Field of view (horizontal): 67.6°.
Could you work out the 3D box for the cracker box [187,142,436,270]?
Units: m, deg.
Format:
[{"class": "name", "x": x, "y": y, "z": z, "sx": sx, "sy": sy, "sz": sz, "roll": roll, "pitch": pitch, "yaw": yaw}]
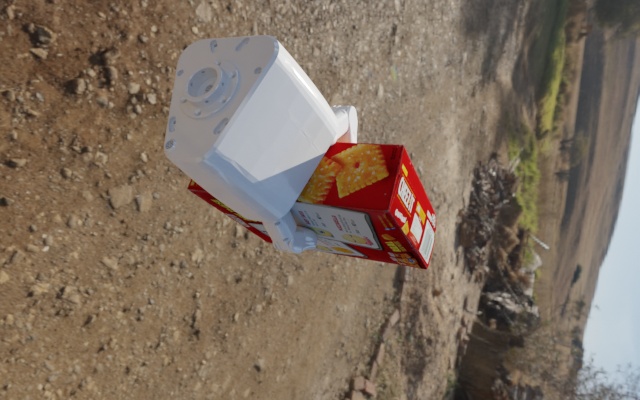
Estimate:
[{"class": "cracker box", "x": 0.000, "y": 0.002, "z": 0.501, "sx": 0.213, "sy": 0.072, "sz": 0.164, "roll": 7, "pitch": -21, "yaw": 28}]
